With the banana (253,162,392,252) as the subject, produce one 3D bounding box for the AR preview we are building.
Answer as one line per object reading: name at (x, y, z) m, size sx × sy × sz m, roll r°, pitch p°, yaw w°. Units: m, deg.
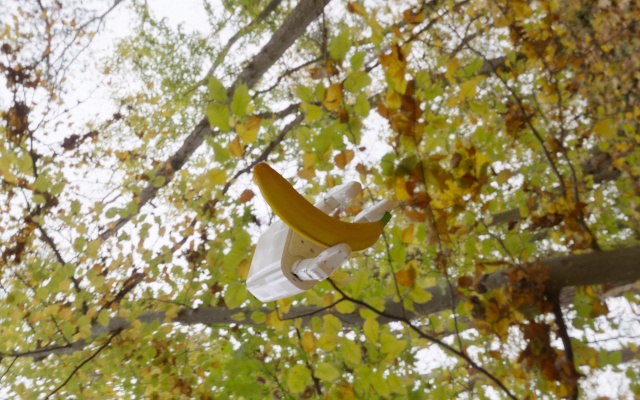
banana at (0.001, 0.020, 0.570) m, size 0.198 × 0.069 × 0.037 m, roll 22°, pitch -30°, yaw -29°
